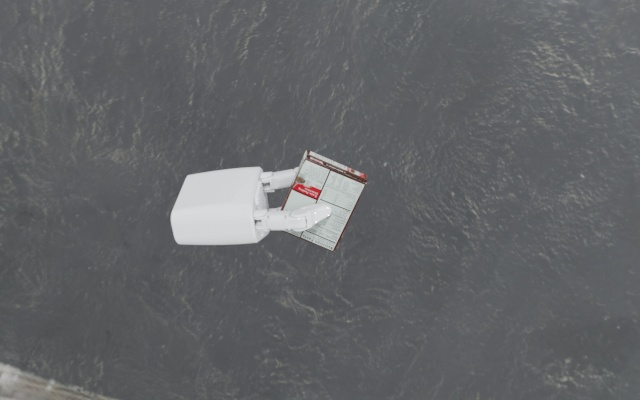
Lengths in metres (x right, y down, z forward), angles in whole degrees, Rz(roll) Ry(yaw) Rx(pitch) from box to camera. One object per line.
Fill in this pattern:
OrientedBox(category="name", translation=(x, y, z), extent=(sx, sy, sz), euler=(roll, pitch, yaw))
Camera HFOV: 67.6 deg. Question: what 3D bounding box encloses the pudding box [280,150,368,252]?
OrientedBox(category="pudding box", translation=(0.000, 0.002, 0.639), extent=(0.090, 0.113, 0.039), euler=(22, 22, -6))
